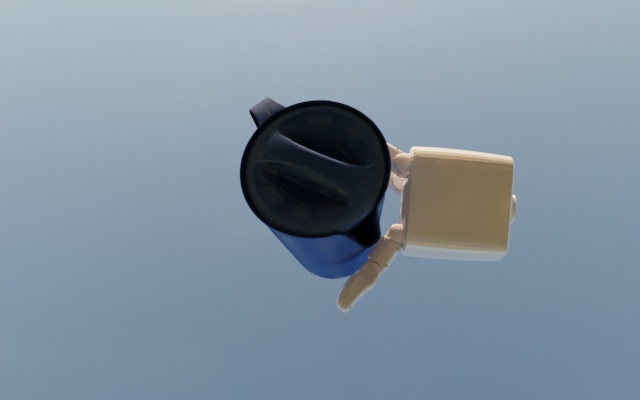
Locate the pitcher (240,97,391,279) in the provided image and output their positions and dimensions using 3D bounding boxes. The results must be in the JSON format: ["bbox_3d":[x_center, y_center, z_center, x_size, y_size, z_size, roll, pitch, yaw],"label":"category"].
[{"bbox_3d":[0.000,0.002,0.524,0.145,0.149,0.243,5,-20,8],"label":"pitcher"}]
